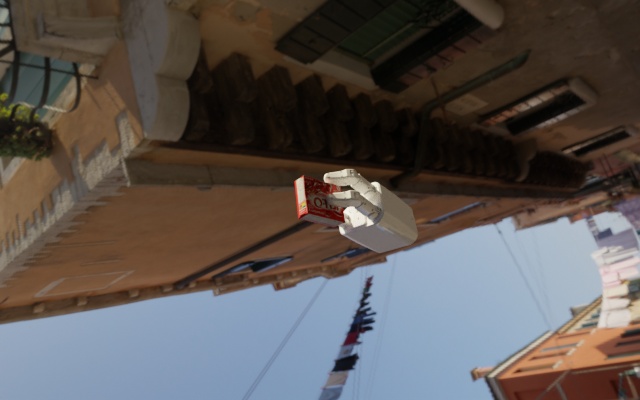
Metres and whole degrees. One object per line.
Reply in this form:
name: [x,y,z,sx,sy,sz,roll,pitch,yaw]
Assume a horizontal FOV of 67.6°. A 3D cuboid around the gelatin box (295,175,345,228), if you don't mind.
gelatin box: [0.000,0.003,0.832,0.089,0.073,0.030,16,-34,-38]
